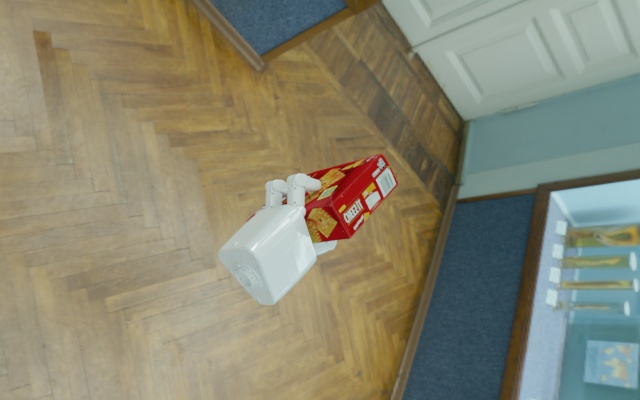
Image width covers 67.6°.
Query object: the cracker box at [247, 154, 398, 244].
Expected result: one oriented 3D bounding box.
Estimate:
[{"bbox_3d":[0.000,0.003,0.813,0.214,0.072,0.164,-11,25,45],"label":"cracker box"}]
